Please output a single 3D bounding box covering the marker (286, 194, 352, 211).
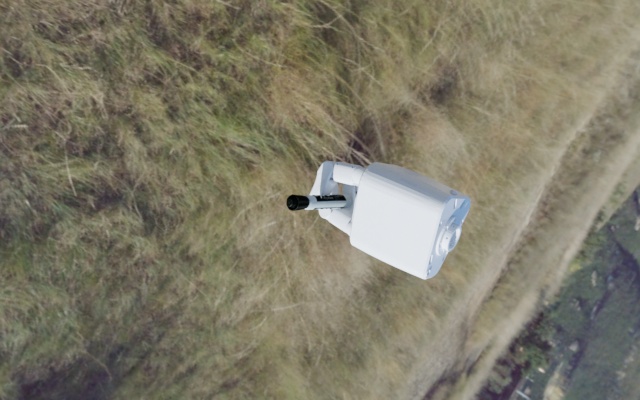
[{"bbox_3d":[0.000,0.002,0.587,0.020,0.020,0.121,0,0,36],"label":"marker"}]
